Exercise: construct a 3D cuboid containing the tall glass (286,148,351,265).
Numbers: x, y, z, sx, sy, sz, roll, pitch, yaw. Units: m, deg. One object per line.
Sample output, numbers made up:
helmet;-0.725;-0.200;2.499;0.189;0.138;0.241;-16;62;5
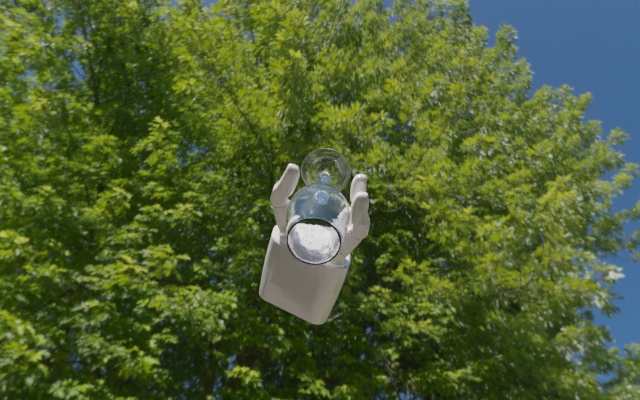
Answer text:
tall glass;0.000;0.002;0.620;0.079;0.079;0.201;0;26;5
